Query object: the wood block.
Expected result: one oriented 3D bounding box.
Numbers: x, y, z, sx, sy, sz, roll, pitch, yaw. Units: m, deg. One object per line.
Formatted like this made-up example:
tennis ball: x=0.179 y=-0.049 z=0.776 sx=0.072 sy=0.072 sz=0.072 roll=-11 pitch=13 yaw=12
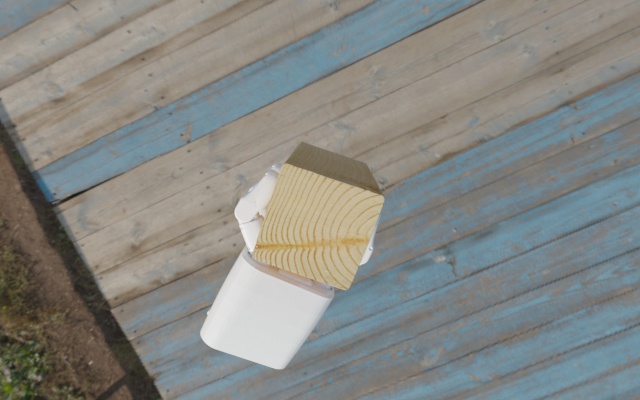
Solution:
wood block: x=0.000 y=0.002 z=0.496 sx=0.091 sy=0.090 sz=0.206 roll=19 pitch=12 yaw=-3
